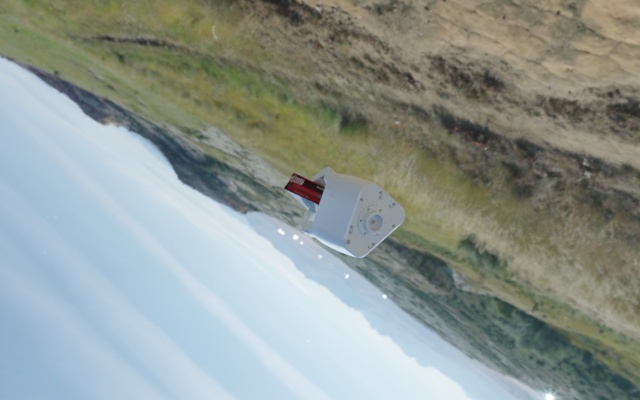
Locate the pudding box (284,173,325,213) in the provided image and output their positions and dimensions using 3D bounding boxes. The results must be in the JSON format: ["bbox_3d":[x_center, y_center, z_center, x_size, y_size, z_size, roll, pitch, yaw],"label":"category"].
[{"bbox_3d":[0.000,0.003,0.848,0.090,0.039,0.113,27,-12,36],"label":"pudding box"}]
